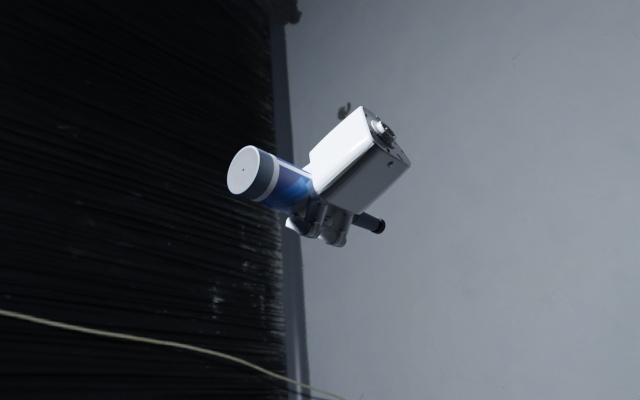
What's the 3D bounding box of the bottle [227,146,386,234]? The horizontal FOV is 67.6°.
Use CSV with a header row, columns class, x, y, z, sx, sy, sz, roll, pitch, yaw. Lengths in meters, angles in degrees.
class,x,y,z,sx,sy,sz,roll,pitch,yaw
bottle,0.000,0.002,0.715,0.069,0.069,0.296,0,-17,45
